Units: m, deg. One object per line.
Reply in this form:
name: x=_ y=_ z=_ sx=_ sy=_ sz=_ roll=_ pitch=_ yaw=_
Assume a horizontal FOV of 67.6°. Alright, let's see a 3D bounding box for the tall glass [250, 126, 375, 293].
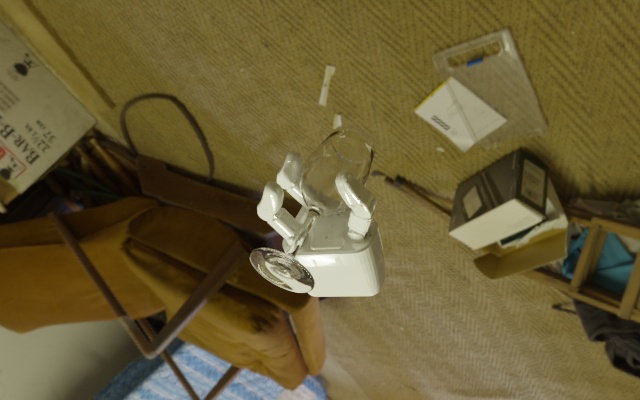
tall glass: x=0.000 y=0.002 z=0.546 sx=0.079 sy=0.201 sz=0.079 roll=19 pitch=-35 yaw=14
